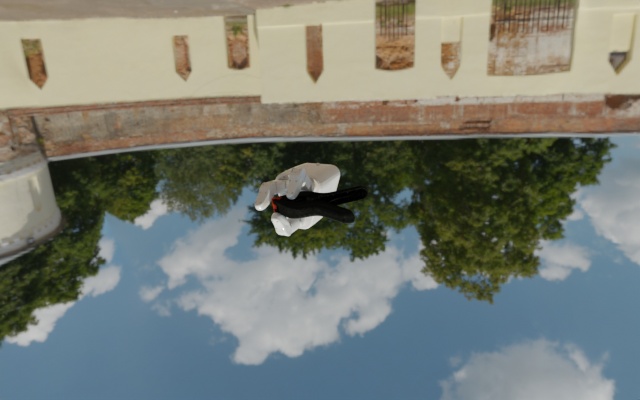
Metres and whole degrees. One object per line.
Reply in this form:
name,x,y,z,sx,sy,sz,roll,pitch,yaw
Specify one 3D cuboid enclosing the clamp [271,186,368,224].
clamp,0.000,0.003,0.848,0.171,0.039,0.120,6,21,25
